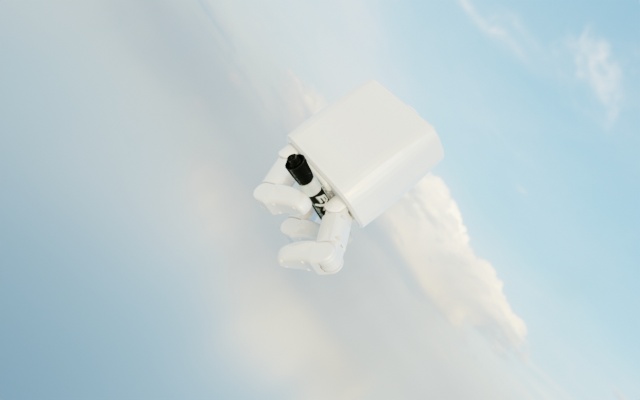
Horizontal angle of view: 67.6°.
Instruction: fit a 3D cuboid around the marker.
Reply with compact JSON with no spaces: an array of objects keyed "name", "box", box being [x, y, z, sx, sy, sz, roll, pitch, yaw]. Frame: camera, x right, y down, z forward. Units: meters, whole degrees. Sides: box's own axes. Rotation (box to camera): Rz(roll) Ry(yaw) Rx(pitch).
[{"name":"marker","box":[0.000,0.001,0.435,0.020,0.020,0.121,0,-38,30]}]
